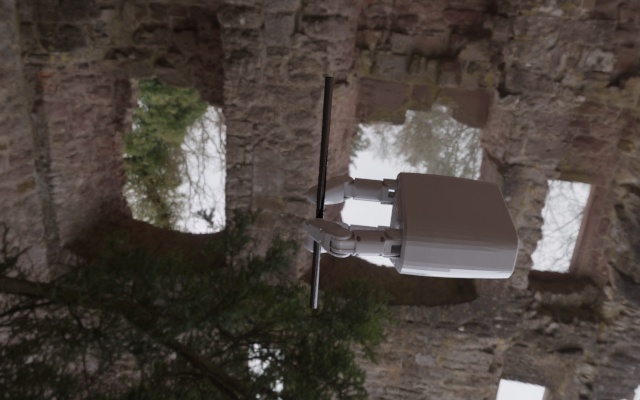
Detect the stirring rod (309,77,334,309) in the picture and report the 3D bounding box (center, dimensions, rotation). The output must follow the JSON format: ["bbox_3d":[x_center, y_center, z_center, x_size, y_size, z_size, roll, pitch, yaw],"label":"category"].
[{"bbox_3d":[0.000,0.001,0.471,0.011,0.240,0.011,4,20,-1],"label":"stirring rod"}]
